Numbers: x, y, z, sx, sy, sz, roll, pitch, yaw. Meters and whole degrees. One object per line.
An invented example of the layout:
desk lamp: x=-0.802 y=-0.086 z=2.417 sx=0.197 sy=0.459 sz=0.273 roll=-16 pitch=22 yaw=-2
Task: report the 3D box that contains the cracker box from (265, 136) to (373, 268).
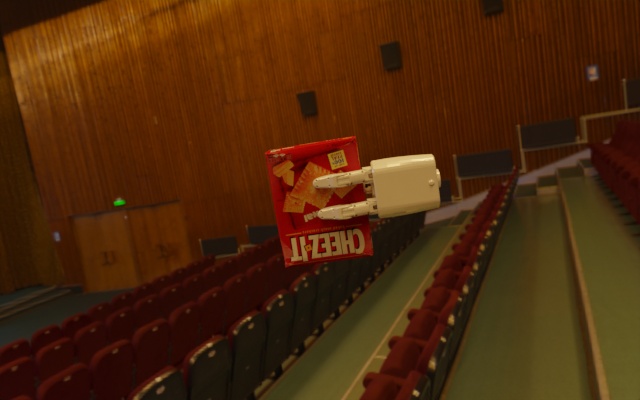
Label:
cracker box: x=0.000 y=0.003 z=0.861 sx=0.164 sy=0.214 sz=0.072 roll=-8 pitch=8 yaw=6
